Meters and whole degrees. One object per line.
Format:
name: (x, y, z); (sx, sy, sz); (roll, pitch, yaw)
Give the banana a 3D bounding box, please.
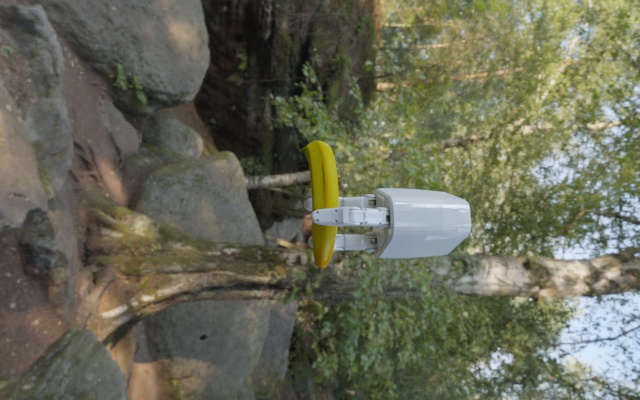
banana: (0.003, -0.011, 0.641); (0.037, 0.197, 0.070); (1, -32, -10)
